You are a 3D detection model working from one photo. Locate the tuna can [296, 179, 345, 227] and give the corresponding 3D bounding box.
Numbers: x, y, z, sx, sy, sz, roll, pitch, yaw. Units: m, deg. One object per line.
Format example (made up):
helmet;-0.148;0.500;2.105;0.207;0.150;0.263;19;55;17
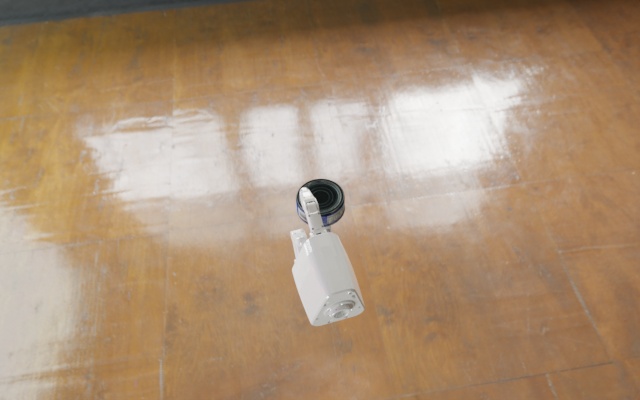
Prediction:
tuna can;0.000;0.002;0.832;0.086;0.086;0.034;0;-40;3
